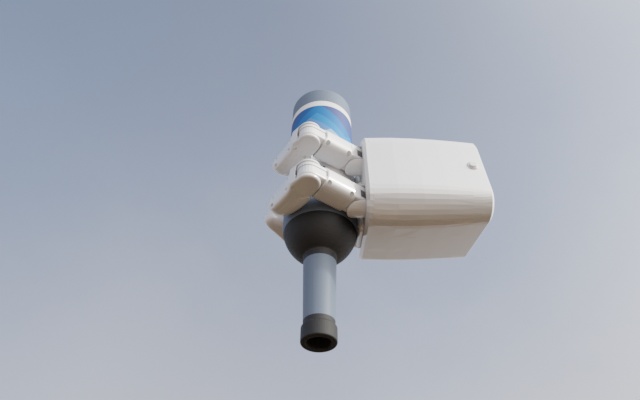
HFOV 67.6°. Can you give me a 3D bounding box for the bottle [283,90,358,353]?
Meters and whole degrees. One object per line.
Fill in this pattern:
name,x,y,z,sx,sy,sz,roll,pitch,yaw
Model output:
bottle,0.000,0.001,0.449,0.069,0.069,0.295,0,44,1
